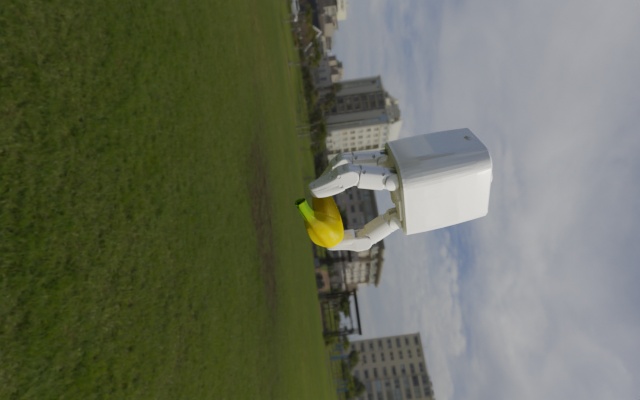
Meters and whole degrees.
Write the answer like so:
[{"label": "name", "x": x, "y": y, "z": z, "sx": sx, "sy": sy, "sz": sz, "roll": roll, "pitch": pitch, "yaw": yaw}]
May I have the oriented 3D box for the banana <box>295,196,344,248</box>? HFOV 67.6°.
[{"label": "banana", "x": 0.005, "y": 0.020, "z": 0.587, "sx": 0.037, "sy": 0.069, "sz": 0.198, "roll": -17, "pitch": 3, "yaw": 5}]
